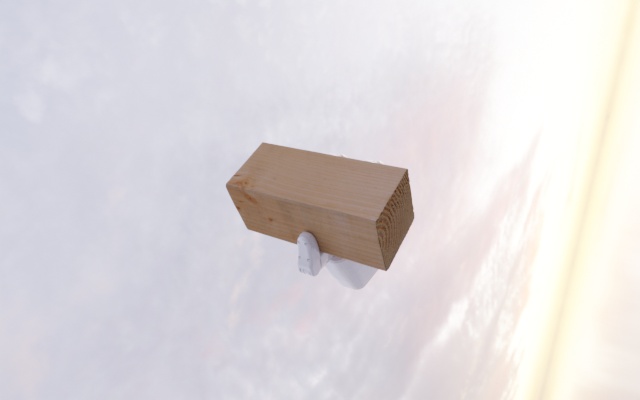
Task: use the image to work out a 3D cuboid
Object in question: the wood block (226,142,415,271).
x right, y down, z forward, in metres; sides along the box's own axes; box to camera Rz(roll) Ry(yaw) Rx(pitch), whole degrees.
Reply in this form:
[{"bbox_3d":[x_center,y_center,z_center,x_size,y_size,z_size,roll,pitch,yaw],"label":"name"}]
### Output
[{"bbox_3d":[0.000,0.002,0.592,0.206,0.090,0.090,13,-39,29],"label":"wood block"}]
